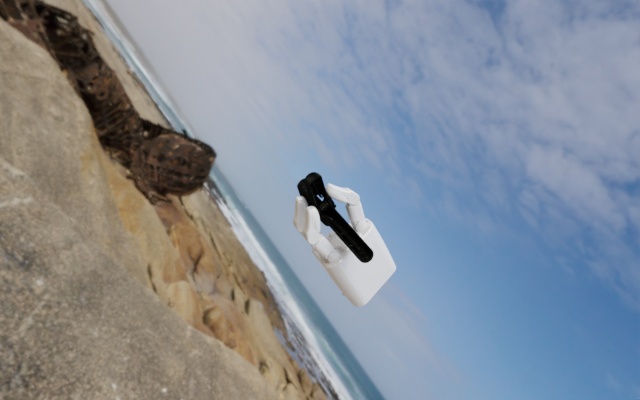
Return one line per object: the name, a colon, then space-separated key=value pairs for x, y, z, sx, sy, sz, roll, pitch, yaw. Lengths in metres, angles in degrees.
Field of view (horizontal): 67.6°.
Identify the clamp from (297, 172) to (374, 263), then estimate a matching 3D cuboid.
clamp: x=0.001 y=0.002 z=0.771 sx=0.036 sy=0.165 sz=0.210 roll=-36 pitch=26 yaw=-7
